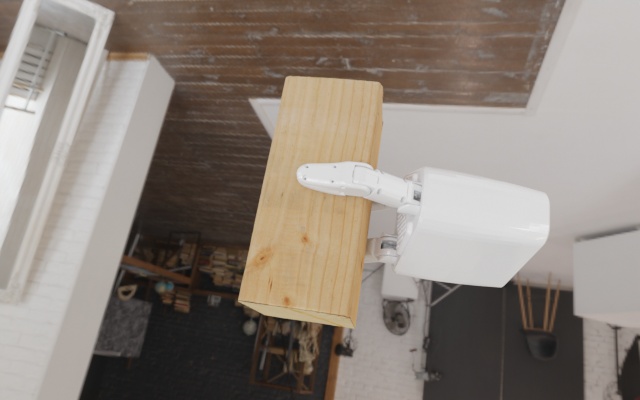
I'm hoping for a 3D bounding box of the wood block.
[{"bbox_3d":[0.000,0.001,0.435,0.090,0.206,0.091,6,-19,9],"label":"wood block"}]
